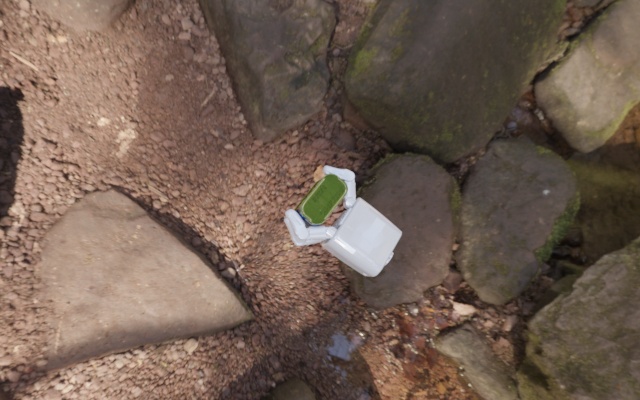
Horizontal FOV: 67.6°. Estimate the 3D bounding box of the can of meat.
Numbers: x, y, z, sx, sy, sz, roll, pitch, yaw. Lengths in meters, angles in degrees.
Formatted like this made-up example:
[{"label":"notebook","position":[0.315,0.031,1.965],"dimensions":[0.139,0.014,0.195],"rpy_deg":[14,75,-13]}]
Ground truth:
[{"label":"can of meat","position":[0.000,0.003,0.873],"dimensions":[0.057,0.102,0.084],"rpy_deg":[39,-12,-3]}]
